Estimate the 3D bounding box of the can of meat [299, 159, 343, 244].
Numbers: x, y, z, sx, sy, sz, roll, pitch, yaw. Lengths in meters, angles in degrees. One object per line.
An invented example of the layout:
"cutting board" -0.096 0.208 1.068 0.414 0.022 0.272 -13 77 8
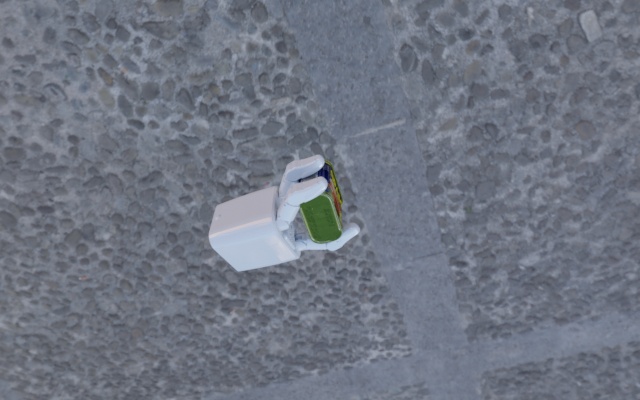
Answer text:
"can of meat" 0.000 0.003 0.721 0.057 0.102 0.084 -12 37 10
